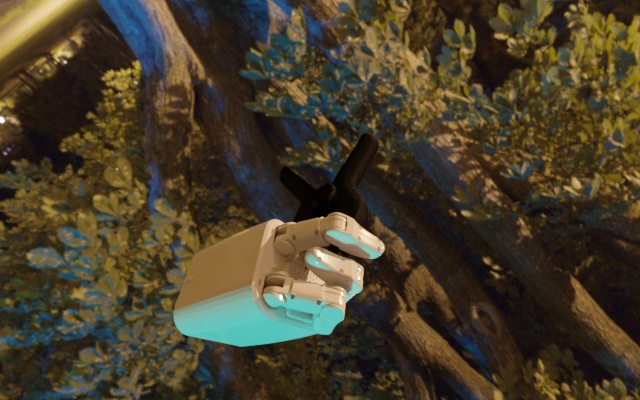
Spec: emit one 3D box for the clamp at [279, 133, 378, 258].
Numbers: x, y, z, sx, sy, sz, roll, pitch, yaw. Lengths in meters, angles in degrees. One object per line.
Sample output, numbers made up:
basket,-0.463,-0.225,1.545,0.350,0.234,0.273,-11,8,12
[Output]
clamp,0.000,0.002,0.499,0.120,0.171,0.039,-19,-53,28
